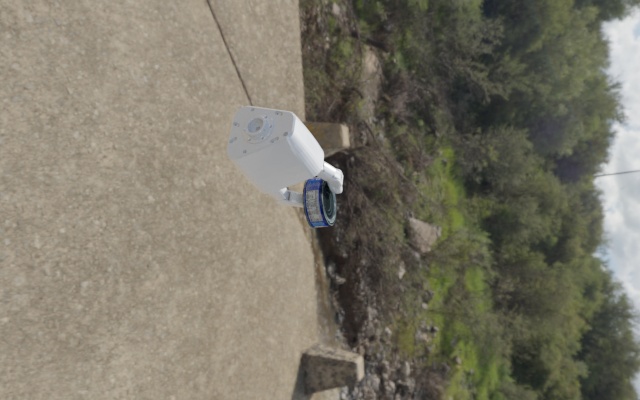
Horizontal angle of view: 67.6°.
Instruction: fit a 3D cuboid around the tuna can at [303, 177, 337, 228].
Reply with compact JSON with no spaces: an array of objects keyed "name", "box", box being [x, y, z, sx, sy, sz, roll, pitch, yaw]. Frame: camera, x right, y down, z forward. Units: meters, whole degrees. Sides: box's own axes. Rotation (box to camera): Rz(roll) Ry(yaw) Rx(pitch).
[{"name":"tuna can","box":[0.001,0.003,0.805,0.034,0.086,0.086,-6,-2,18]}]
